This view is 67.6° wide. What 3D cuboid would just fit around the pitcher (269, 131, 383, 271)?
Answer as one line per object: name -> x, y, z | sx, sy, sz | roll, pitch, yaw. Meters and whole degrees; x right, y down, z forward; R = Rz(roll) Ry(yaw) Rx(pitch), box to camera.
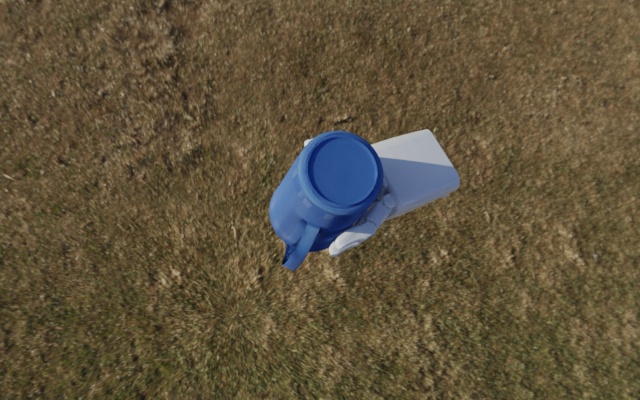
pitcher -> 0.000, 0.002, 0.680 | 0.145, 0.149, 0.243 | -19, -9, -15
